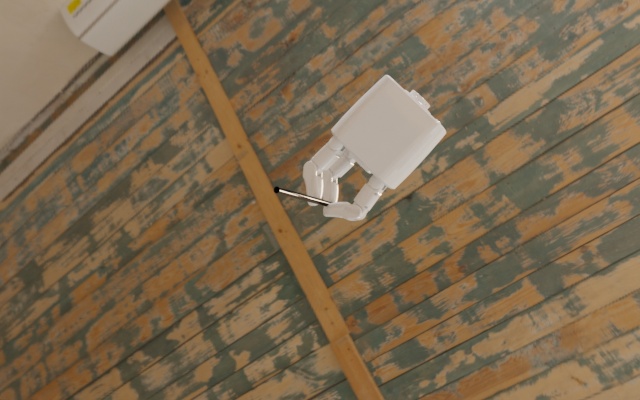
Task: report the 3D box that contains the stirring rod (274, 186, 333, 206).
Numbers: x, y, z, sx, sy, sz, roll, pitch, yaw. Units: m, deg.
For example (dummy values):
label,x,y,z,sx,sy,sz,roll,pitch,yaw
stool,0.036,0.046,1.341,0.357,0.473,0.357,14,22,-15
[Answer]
label,x,y,z,sx,sy,sz,roll,pitch,yaw
stirring rod,0.000,0.002,0.650,0.011,0.011,0.239,0,-7,25
